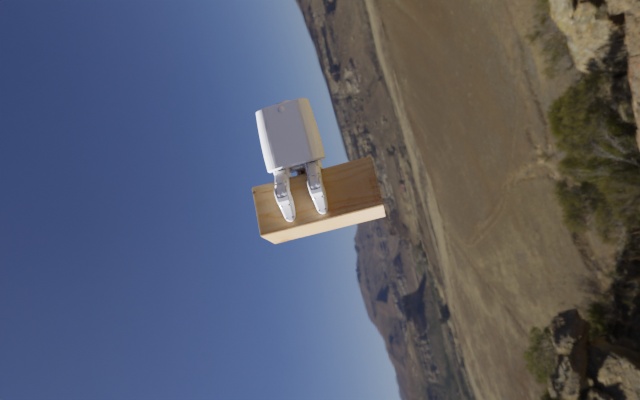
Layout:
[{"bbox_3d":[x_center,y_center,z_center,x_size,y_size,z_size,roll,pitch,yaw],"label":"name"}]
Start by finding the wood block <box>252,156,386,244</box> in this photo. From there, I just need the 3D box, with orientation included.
[{"bbox_3d":[0.000,0.002,0.821,0.206,0.090,0.091,-14,-14,7],"label":"wood block"}]
